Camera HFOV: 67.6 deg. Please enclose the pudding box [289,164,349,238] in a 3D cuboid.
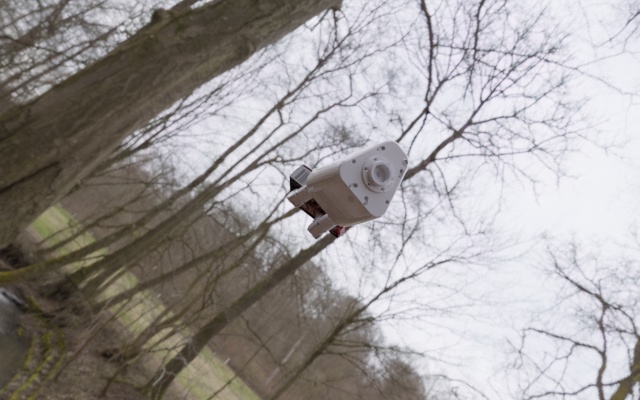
[{"bbox_3d":[0.000,0.002,0.795,0.113,0.039,0.090,40,-23,16],"label":"pudding box"}]
